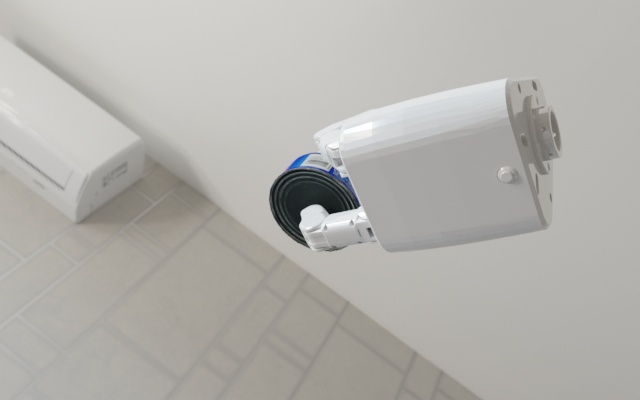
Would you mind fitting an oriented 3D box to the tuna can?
[{"bbox_3d":[0.000,0.001,0.422,0.086,0.086,0.033,0,32,27],"label":"tuna can"}]
